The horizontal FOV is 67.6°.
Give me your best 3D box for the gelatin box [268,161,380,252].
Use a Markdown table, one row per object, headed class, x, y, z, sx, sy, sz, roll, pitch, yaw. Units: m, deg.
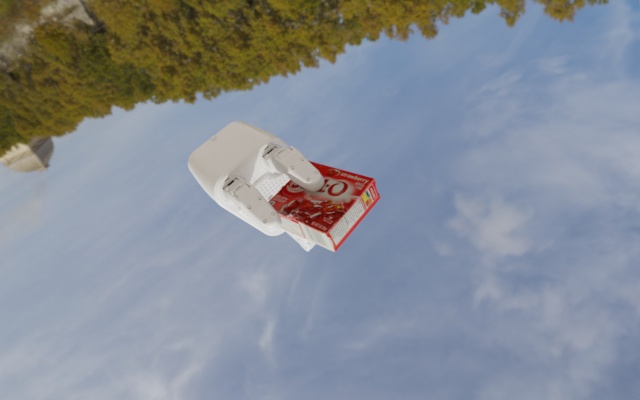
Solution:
| class | x | y | z | sx | sy | sz | roll | pitch | yaw |
| --- | --- | --- | --- | --- | --- | --- | --- | --- | --- |
| gelatin box | 0.000 | 0.002 | 0.457 | 0.089 | 0.030 | 0.073 | 20 | 57 | 41 |
